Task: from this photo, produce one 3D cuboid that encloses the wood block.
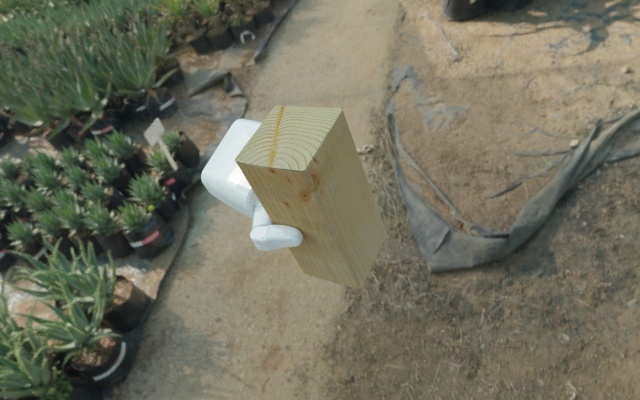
[{"bbox_3d":[0.000,0.002,0.550,0.090,0.090,0.206,10,-36,32],"label":"wood block"}]
